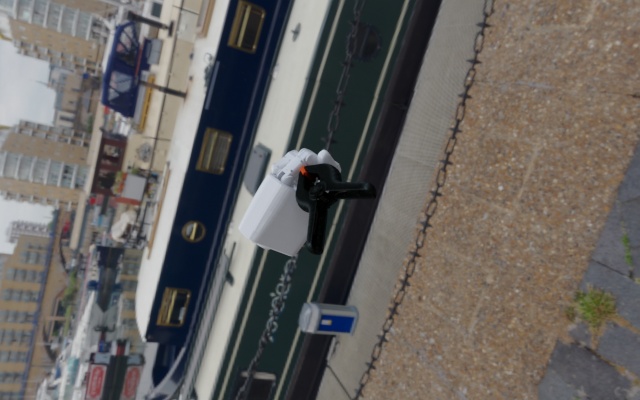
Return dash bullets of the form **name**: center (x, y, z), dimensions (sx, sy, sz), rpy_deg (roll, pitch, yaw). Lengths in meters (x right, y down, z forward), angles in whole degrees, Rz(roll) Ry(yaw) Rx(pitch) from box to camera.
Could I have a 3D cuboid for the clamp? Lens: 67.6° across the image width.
- **clamp**: center (0.000, 0.002, 0.680), dimensions (0.039, 0.120, 0.171), rpy_deg (45, -3, -30)
